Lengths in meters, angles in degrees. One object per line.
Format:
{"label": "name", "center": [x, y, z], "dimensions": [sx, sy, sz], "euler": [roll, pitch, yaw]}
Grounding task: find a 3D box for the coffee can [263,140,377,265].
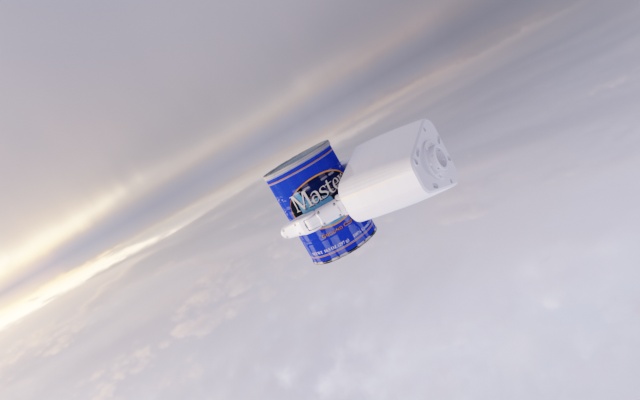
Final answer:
{"label": "coffee can", "center": [0.000, 0.002, 0.658], "dimensions": [0.103, 0.140, 0.103], "euler": [-29, 9, 5]}
